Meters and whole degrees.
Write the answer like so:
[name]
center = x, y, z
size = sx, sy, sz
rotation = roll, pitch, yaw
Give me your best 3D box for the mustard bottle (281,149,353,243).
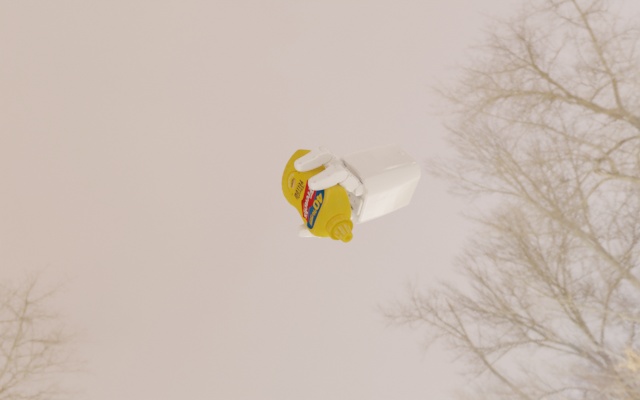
[mustard bottle]
center = 0.000, 0.002, 0.762
size = 0.058, 0.096, 0.191
rotation = 4, 32, -33
